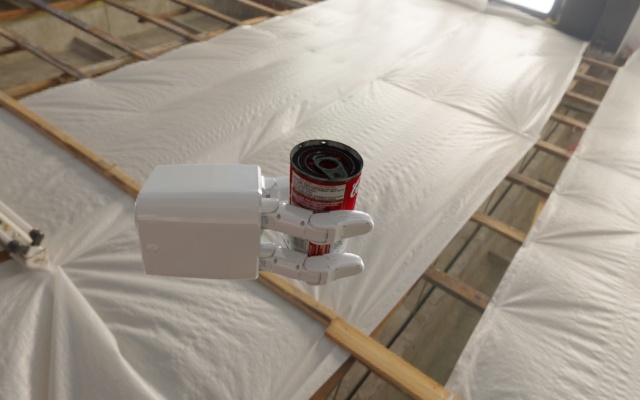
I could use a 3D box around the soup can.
[{"bbox_3d":[0.001,0.002,0.464,0.068,0.102,0.068,5,37,-4],"label":"soup can"}]
